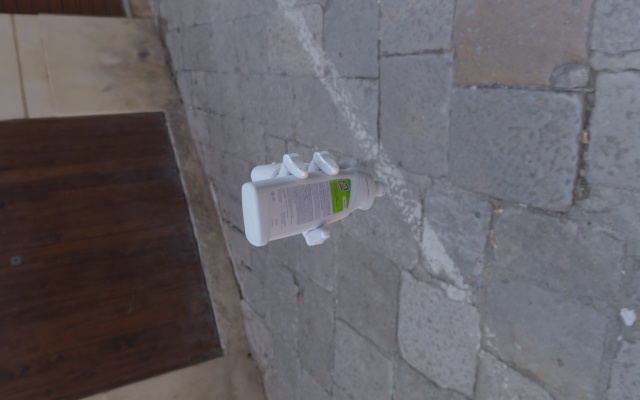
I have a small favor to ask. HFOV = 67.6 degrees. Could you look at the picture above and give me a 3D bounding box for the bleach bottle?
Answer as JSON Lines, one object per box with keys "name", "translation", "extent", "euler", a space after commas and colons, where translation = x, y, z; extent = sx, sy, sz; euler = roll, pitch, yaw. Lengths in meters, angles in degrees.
{"name": "bleach bottle", "translation": [0.000, 0.003, 0.791], "extent": [0.251, 0.102, 0.068], "euler": [-9, 11, -28]}
